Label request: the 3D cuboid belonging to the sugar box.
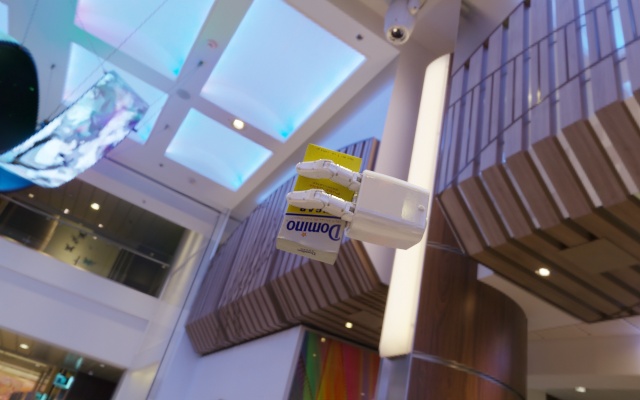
[{"bbox_3d":[0.000,0.002,0.740,0.093,0.176,0.048,15,-31,0],"label":"sugar box"}]
